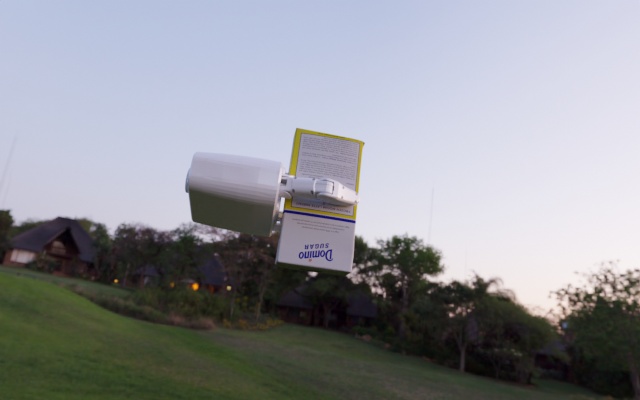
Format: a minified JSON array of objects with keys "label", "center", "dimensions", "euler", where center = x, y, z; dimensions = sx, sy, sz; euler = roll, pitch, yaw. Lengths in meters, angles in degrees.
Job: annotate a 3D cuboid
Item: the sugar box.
[{"label":"sugar box","center":[0.000,0.002,0.607],"dimensions":[0.093,0.176,0.048],"euler":[10,-15,-6]}]
